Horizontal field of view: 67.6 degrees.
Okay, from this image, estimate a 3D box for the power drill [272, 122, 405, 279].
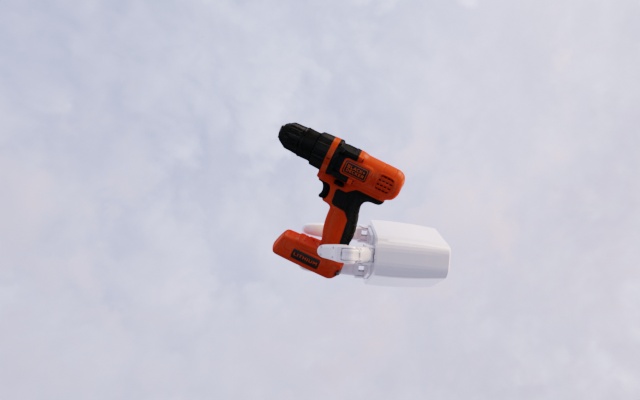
[{"bbox_3d":[0.000,0.003,0.671,0.184,0.188,0.057,26,20,4],"label":"power drill"}]
